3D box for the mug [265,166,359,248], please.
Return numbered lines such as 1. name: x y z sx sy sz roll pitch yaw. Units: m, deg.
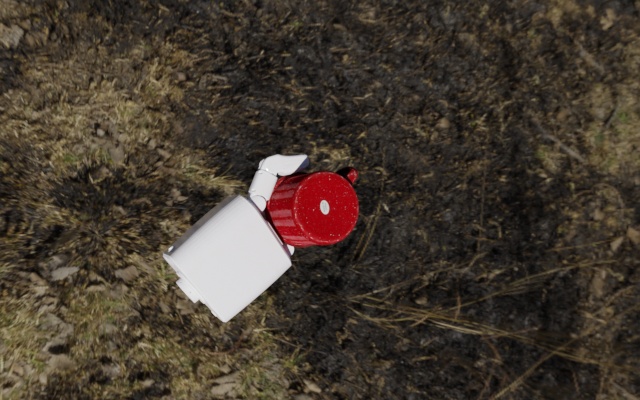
1. mug: 0.001 0.001 0.555 0.117 0.093 0.081 -42 14 -20
